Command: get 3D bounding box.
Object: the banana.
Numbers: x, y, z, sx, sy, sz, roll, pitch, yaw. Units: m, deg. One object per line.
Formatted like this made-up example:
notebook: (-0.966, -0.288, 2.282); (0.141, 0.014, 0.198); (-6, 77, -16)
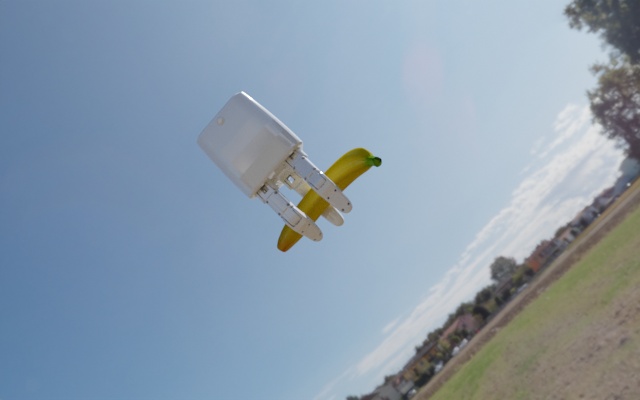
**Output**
banana: (0.006, -0.009, 0.633); (0.198, 0.037, 0.069); (-45, 10, 29)
